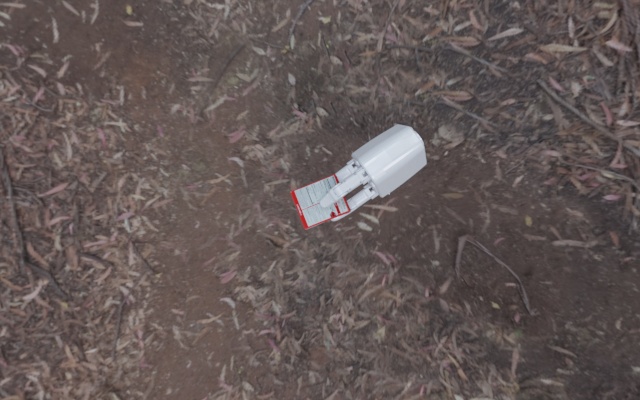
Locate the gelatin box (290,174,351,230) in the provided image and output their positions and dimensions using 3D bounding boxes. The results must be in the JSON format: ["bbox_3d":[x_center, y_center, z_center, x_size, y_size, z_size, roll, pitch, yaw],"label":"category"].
[{"bbox_3d":[0.000,0.003,0.854,0.089,0.073,0.030,-22,-4,0],"label":"gelatin box"}]
